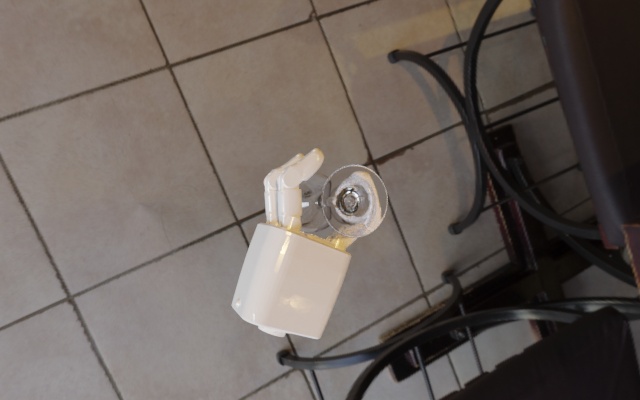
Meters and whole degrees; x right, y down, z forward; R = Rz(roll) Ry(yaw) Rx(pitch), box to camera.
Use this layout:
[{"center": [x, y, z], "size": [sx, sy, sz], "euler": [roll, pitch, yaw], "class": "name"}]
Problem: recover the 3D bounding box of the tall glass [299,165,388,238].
[{"center": [0.000, 0.002, 0.574], "size": [0.079, 0.079, 0.201], "euler": [0, 0, -21], "class": "tall glass"}]
